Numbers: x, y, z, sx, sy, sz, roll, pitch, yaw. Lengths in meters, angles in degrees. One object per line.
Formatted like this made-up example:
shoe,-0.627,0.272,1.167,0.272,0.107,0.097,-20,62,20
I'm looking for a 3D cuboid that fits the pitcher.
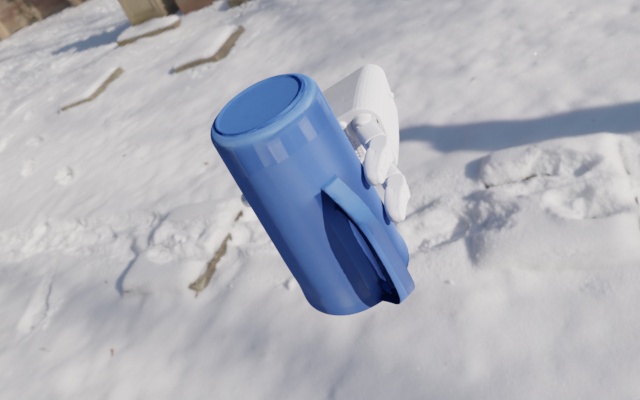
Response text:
pitcher,0.000,0.001,0.485,0.149,0.243,0.145,-13,40,22
